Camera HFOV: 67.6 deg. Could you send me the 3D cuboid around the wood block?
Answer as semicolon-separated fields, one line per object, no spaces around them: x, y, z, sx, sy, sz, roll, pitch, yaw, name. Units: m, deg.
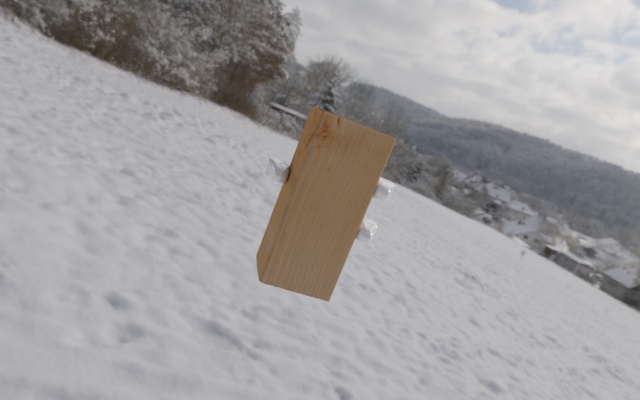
0.000;0.002;0.573;0.091;0.206;0.090;18;11;-14;wood block
